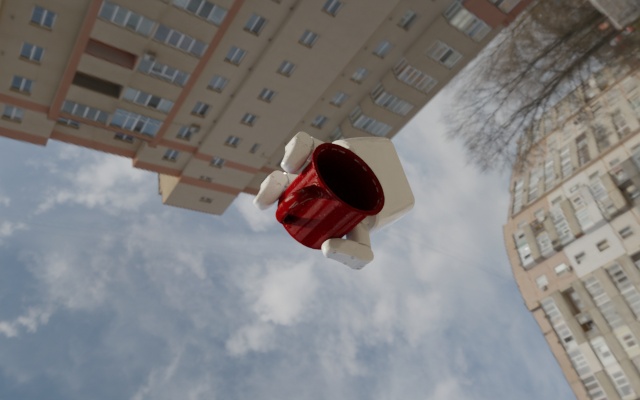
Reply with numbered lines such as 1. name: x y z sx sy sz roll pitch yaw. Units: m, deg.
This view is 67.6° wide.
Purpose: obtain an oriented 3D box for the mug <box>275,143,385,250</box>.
1. mug: -0.001 0.002 0.500 0.117 0.093 0.081 -16 -23 -51
